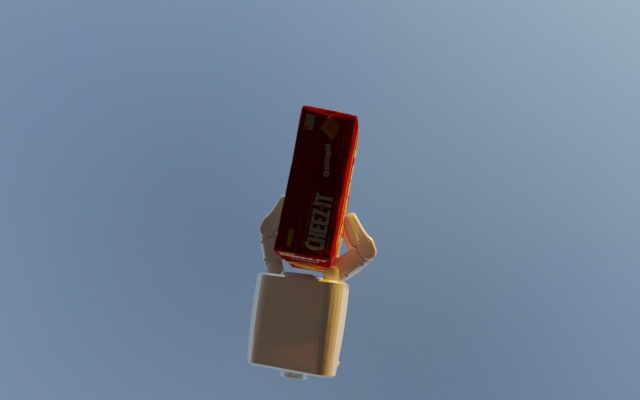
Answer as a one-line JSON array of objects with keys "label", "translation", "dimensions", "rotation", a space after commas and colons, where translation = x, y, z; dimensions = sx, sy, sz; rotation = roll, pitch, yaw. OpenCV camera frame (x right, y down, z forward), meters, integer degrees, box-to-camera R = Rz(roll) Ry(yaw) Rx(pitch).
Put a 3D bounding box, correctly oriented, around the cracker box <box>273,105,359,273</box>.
[{"label": "cracker box", "translation": [0.000, 0.002, 0.604], "dimensions": [0.072, 0.164, 0.214], "rotation": [10, -12, 3]}]
